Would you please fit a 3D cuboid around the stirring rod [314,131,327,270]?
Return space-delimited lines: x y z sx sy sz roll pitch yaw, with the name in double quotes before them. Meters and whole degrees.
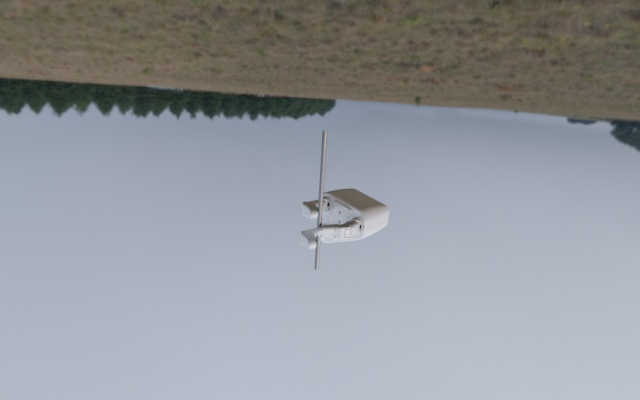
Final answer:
"stirring rod" 0.000 0.003 0.813 0.011 0.239 0.011 3 12 -1
